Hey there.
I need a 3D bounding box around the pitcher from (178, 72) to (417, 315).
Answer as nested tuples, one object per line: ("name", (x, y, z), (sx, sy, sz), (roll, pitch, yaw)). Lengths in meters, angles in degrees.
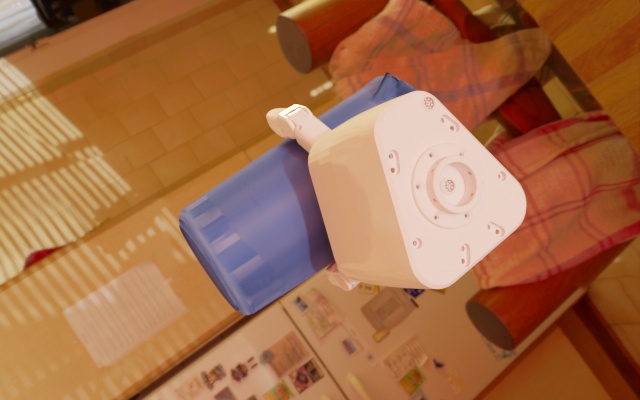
("pitcher", (0.000, 0.001, 0.454), (0.243, 0.149, 0.145), (-34, 10, -19))
